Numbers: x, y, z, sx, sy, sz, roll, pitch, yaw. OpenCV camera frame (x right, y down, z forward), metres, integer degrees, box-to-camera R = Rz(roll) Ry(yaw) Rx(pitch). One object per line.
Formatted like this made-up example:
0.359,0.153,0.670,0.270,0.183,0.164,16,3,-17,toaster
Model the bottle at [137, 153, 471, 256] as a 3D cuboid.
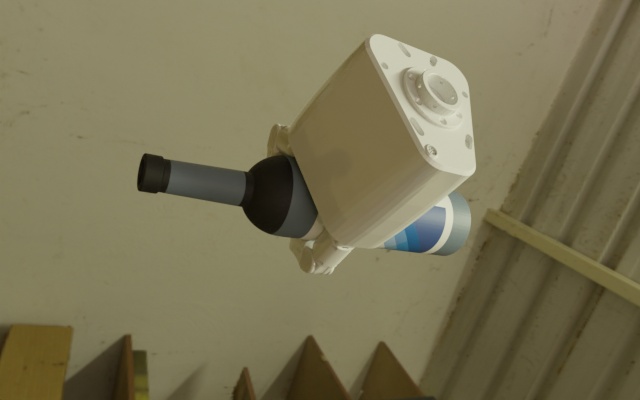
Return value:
0.000,0.001,0.408,0.296,0.069,0.069,10,-5,-30,bottle
